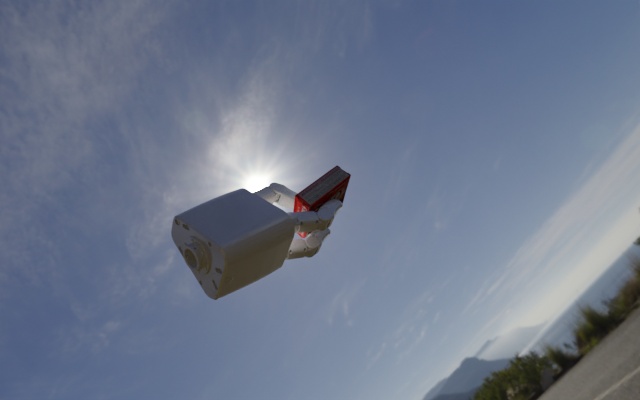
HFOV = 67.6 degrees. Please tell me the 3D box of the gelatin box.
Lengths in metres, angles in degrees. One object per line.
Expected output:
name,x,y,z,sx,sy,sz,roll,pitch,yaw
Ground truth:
gelatin box,0.000,0.002,0.676,0.030,0.073,0.089,38,54,20
